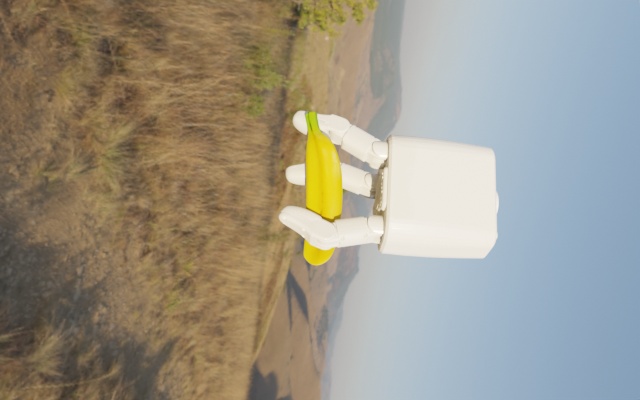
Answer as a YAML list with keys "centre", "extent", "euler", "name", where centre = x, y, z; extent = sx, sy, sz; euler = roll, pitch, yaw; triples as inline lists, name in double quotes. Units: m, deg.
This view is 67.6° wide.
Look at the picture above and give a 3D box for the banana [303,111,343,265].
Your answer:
- centre: [0.001, 0.010, 0.502]
  extent: [0.037, 0.198, 0.069]
  euler: [-1, 37, -4]
  name: "banana"
